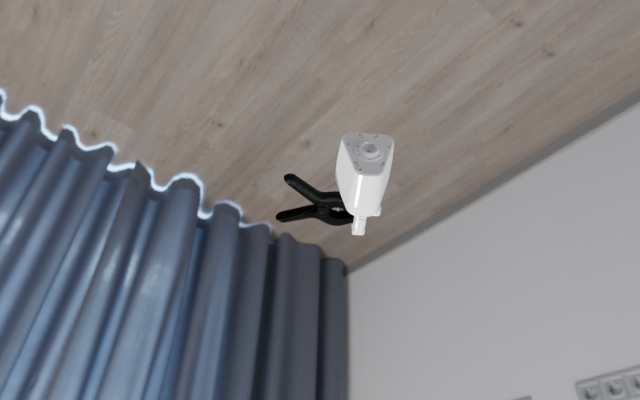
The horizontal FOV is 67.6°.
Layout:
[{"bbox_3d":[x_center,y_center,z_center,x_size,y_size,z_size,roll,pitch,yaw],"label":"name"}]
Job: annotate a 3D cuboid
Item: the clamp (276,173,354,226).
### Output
[{"bbox_3d":[0.000,0.003,0.897,0.171,0.039,0.120,3,-40,-1],"label":"clamp"}]
